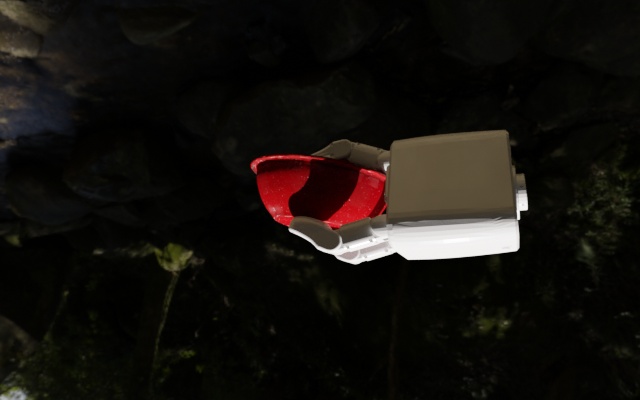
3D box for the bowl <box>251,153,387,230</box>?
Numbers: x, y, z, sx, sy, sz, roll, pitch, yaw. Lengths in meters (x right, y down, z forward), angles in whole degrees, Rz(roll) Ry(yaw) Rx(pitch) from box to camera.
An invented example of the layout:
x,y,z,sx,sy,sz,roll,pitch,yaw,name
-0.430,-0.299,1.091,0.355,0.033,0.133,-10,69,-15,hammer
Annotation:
x,y,z,sx,sy,sz,roll,pitch,yaw,name
-0.001,0.002,0.512,0.162,0.055,0.162,10,-11,2,bowl
